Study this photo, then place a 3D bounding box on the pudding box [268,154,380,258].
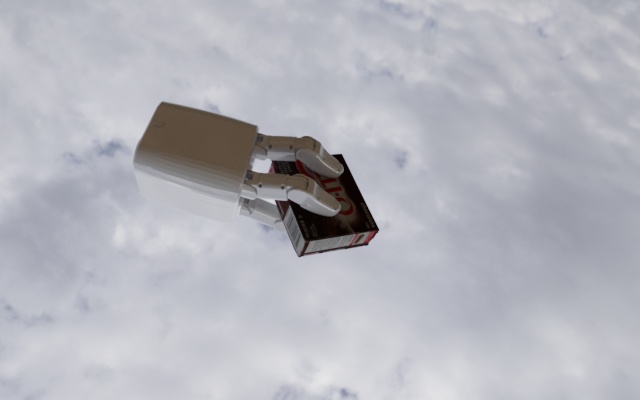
[{"bbox_3d":[0.000,0.002,0.526,0.090,0.113,0.039,-7,-31,-26],"label":"pudding box"}]
